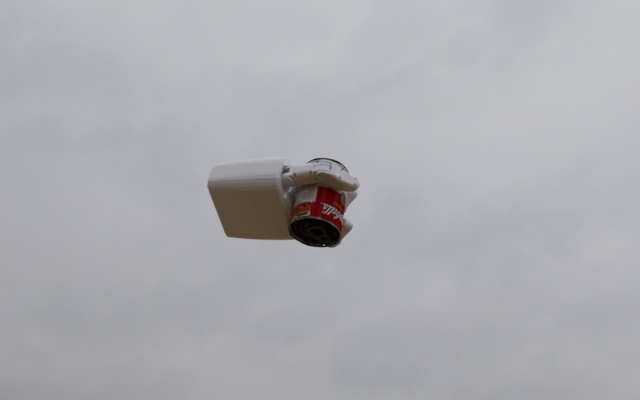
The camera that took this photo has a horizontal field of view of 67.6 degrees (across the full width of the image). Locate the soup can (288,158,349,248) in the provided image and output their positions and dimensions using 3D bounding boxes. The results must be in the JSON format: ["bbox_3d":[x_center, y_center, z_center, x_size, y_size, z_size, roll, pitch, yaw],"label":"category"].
[{"bbox_3d":[0.001,0.002,0.636,0.068,0.102,0.069,7,-37,5],"label":"soup can"}]
